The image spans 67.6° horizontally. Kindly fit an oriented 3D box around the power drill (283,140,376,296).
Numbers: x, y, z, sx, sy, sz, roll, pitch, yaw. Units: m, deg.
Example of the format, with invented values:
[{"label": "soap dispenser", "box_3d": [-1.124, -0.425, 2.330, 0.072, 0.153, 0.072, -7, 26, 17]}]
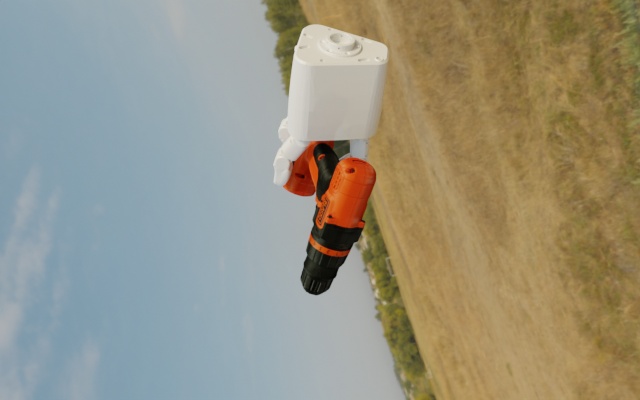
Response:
[{"label": "power drill", "box_3d": [0.000, 0.002, 0.617, 0.057, 0.184, 0.187, 9, 28, -24]}]
